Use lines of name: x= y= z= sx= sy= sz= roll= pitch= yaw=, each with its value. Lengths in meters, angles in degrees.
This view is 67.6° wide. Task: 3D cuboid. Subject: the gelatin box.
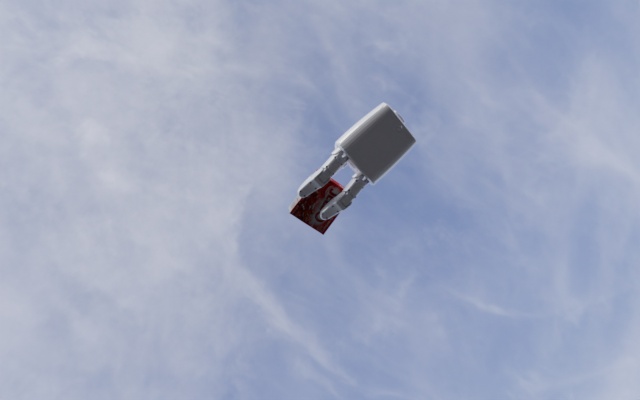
gelatin box: x=0.000 y=0.003 z=0.816 sx=0.073 sy=0.089 sz=0.030 roll=34 pitch=11 yaw=-17
